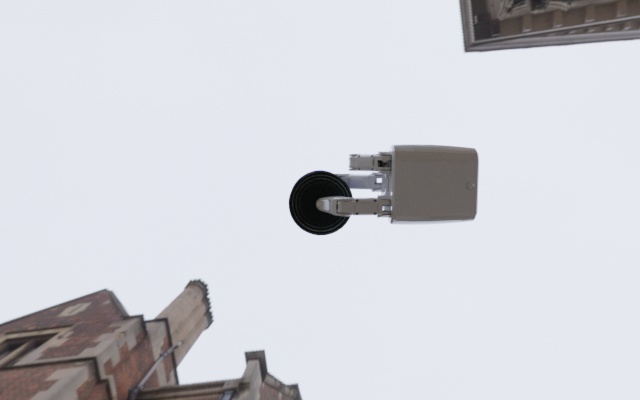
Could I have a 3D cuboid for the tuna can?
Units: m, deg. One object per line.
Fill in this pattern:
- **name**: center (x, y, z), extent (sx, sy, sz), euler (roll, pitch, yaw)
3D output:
- **tuna can**: center (0.000, 0.002, 0.644), extent (0.086, 0.086, 0.033), euler (0, 8, -3)
